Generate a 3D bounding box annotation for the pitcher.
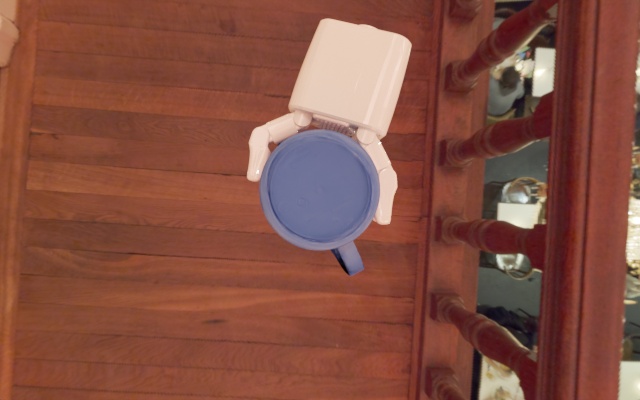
[{"bbox_3d":[0.000,0.002,0.532,0.149,0.145,0.243,19,-1,-2],"label":"pitcher"}]
